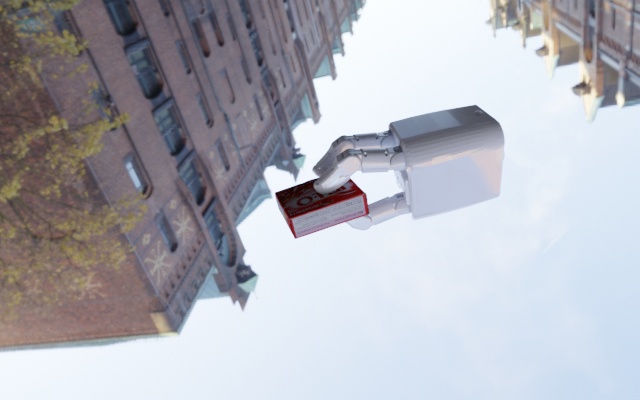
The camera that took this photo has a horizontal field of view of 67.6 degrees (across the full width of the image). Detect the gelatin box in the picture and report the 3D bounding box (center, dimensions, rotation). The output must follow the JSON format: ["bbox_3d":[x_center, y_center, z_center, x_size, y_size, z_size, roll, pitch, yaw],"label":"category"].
[{"bbox_3d":[0.000,0.002,0.534,0.089,0.030,0.073,-19,28,-10],"label":"gelatin box"}]
